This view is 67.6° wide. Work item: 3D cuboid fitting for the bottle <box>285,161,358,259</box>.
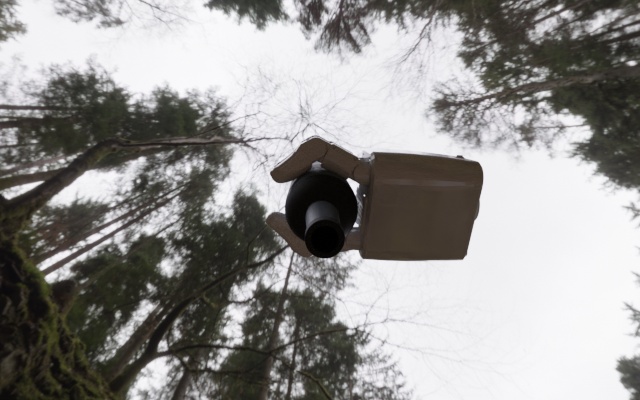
[{"bbox_3d":[0.000,0.001,0.467,0.069,0.069,0.295,0,10,-1],"label":"bottle"}]
